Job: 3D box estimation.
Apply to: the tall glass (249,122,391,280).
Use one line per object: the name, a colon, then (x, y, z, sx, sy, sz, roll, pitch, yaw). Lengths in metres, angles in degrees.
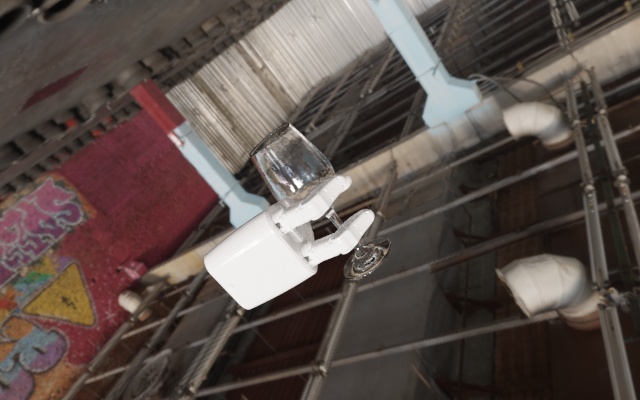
tall glass: (0.001, 0.002, 0.586, 0.079, 0.201, 0.079, -35, 18, 13)
